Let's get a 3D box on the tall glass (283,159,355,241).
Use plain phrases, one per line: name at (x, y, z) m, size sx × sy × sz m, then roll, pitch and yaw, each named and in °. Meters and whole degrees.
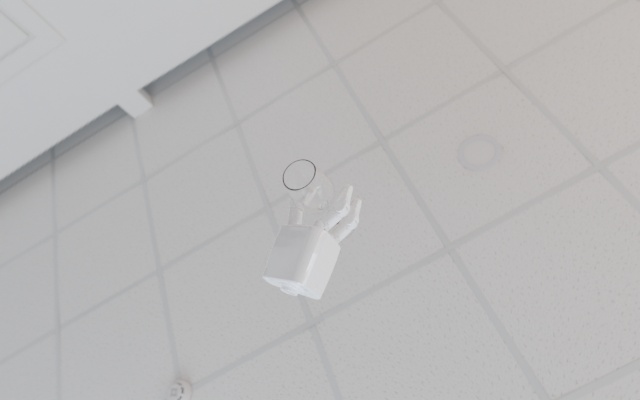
tall glass at (0.000, 0.003, 0.887) m, size 0.079 × 0.079 × 0.201 m, roll 0°, pitch -29°, yaw 25°
